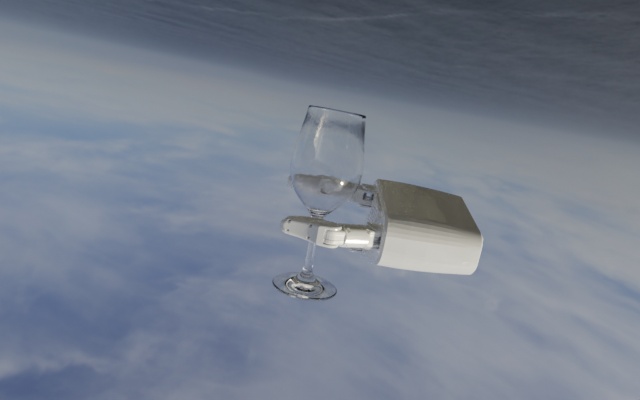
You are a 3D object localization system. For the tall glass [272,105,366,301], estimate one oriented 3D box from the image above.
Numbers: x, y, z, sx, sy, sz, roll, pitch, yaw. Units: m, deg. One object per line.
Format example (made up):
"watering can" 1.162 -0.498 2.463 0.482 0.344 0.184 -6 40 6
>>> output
"tall glass" 0.000 0.002 0.520 0.079 0.201 0.079 10 12 -2
